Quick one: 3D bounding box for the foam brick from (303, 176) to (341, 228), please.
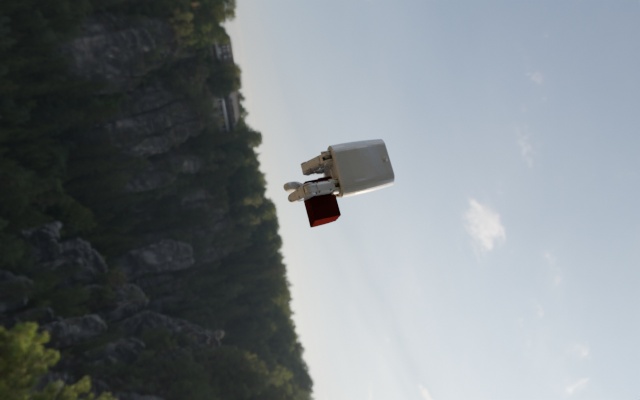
[{"bbox_3d":[0.000,0.003,0.878,0.051,0.078,0.053,-11,-13,-14],"label":"foam brick"}]
